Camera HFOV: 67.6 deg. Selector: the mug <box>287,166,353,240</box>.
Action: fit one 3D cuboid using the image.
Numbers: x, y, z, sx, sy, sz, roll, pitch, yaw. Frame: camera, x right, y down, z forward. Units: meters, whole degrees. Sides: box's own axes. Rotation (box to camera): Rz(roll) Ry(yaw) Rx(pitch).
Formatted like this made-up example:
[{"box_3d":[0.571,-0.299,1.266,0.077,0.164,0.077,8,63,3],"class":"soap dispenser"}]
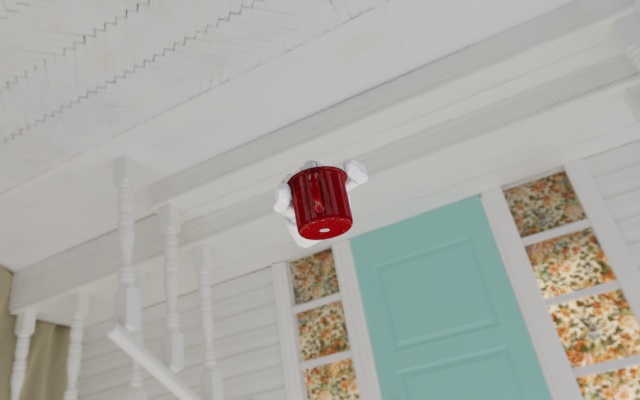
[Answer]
[{"box_3d":[0.000,0.002,0.689,0.093,0.081,0.117,-11,-25,1],"class":"mug"}]
